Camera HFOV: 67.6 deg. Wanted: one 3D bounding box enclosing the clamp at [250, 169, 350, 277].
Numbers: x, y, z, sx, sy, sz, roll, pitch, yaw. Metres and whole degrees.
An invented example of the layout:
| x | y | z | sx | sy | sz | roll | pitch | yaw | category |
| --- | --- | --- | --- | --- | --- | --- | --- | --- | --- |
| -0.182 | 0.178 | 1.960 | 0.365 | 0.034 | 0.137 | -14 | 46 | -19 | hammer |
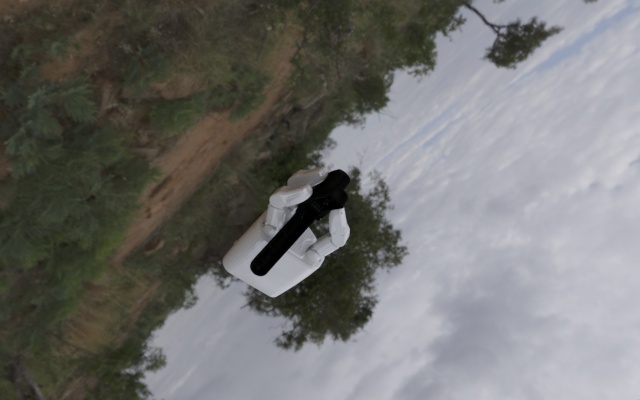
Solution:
| x | y | z | sx | sy | sz | roll | pitch | yaw | category |
| --- | --- | --- | --- | --- | --- | --- | --- | --- | --- |
| 0.001 | 0.003 | 0.635 | 0.165 | 0.036 | 0.210 | -40 | 8 | 34 | clamp |
